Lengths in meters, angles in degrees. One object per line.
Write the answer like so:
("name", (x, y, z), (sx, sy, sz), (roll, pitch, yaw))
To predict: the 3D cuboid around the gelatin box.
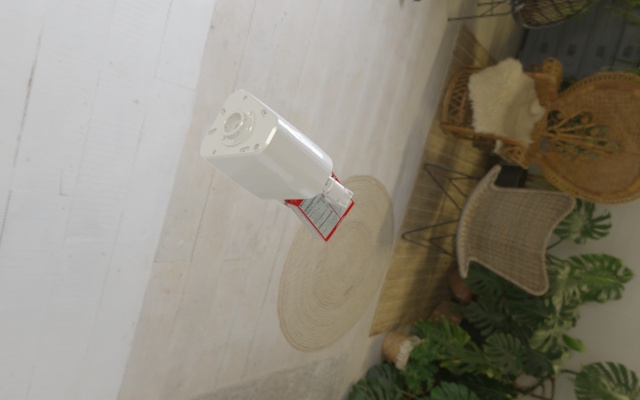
("gelatin box", (0.001, 0.002, 0.662), (0.030, 0.073, 0.089), (17, -27, 45))
